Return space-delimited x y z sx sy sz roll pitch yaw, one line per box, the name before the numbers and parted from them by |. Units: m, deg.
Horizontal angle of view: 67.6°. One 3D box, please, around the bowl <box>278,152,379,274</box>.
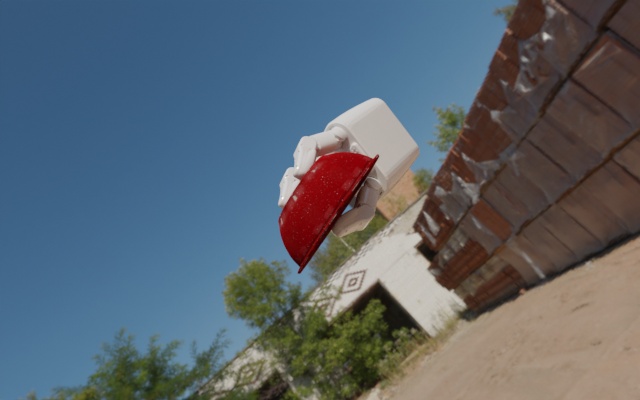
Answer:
bowl | -0.001 0.002 0.541 0.055 0.162 0.162 34 2 4
